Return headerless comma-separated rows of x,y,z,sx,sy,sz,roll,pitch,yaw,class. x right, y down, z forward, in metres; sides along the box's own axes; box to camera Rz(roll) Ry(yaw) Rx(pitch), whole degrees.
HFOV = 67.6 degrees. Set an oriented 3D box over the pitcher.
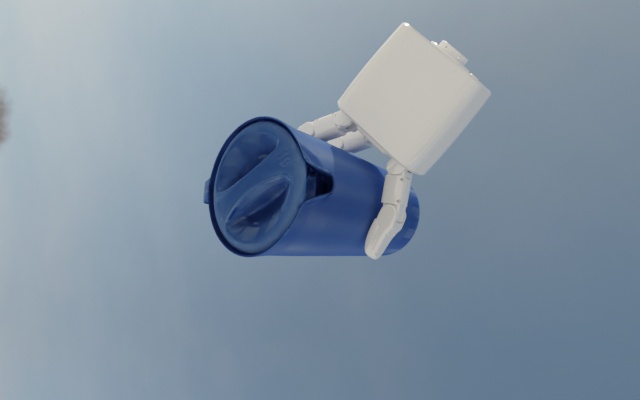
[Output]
0.000,0.002,0.539,0.243,0.145,0.149,13,32,-49,pitcher
